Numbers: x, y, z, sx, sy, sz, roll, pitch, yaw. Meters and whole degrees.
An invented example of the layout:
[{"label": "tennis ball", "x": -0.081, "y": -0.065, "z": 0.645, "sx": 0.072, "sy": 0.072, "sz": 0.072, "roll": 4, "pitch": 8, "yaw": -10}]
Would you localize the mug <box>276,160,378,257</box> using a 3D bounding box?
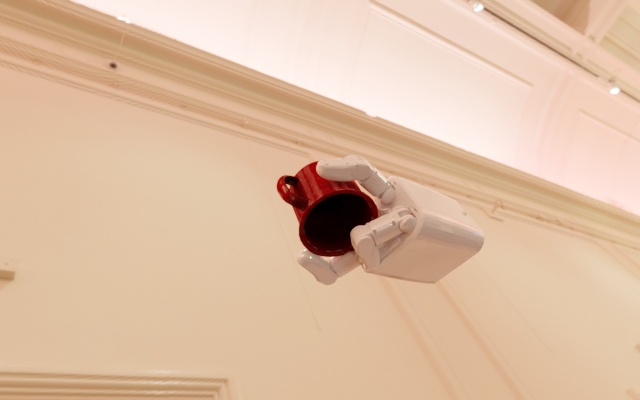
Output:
[{"label": "mug", "x": -0.001, "y": 0.001, "z": 0.555, "sx": 0.117, "sy": 0.093, "sz": 0.081, "roll": 19, "pitch": 25, "yaw": -29}]
